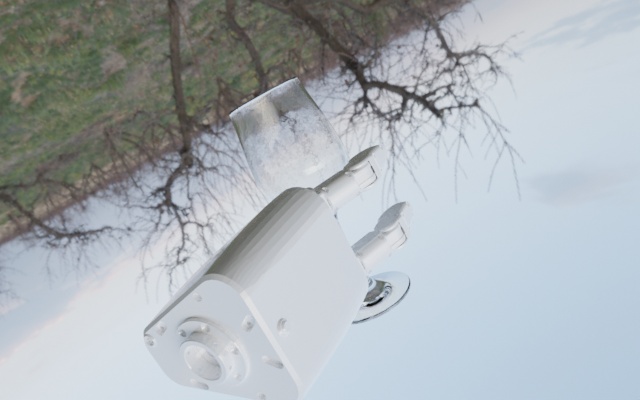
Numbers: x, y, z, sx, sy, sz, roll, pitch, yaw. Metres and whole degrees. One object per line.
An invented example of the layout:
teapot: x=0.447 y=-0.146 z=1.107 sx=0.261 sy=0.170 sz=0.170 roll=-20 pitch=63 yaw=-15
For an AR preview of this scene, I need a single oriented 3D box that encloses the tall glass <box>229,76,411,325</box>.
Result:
tall glass: x=0.000 y=0.002 z=0.401 sx=0.079 sy=0.201 sz=0.079 roll=-27 pitch=14 yaw=7
